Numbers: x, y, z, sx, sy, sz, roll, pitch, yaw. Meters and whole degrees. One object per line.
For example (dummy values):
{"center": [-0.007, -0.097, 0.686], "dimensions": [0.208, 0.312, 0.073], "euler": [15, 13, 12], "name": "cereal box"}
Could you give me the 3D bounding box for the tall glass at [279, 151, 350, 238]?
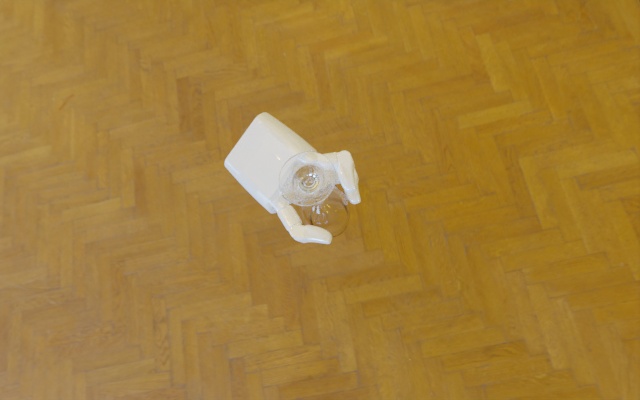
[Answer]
{"center": [0.000, 0.002, 0.695], "dimensions": [0.079, 0.079, 0.201], "euler": [0, -18, 11], "name": "tall glass"}
